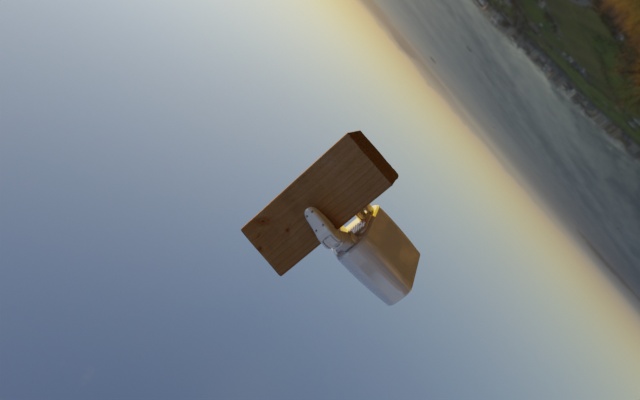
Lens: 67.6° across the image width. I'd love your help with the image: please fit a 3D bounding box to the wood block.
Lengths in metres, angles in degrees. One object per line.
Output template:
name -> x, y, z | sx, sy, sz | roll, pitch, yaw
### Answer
wood block -> 0.000, 0.003, 0.678 | 0.206, 0.090, 0.091 | -41, -1, 18
